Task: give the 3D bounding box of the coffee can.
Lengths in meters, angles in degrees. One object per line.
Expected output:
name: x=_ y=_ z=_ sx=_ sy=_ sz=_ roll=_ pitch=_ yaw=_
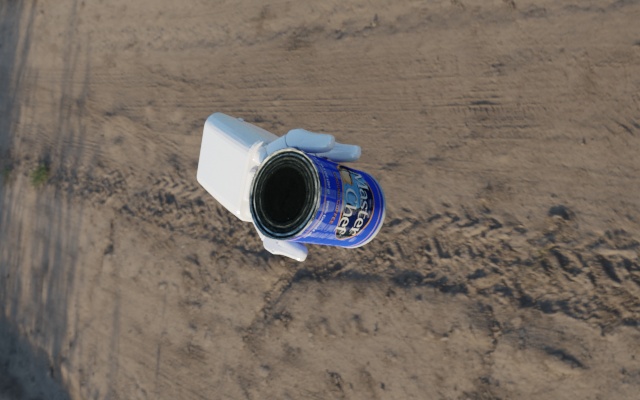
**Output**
coffee can: x=0.000 y=0.002 z=0.571 sx=0.103 sy=0.103 sz=0.140 roll=0 pitch=-7 yaw=37
